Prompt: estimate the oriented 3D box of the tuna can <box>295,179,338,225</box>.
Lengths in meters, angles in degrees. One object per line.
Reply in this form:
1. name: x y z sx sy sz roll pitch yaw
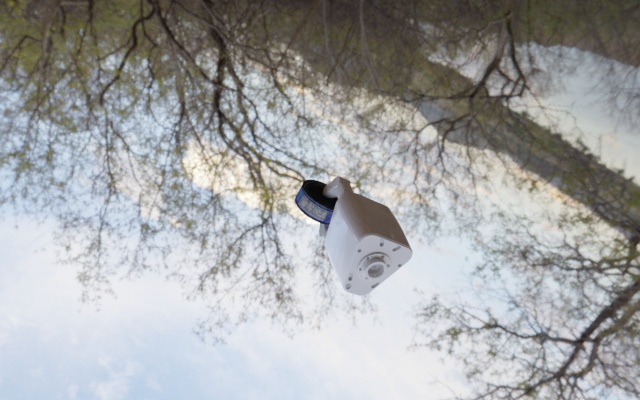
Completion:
1. tuna can: 0.000 0.003 0.815 0.086 0.034 0.086 25 26 -13
